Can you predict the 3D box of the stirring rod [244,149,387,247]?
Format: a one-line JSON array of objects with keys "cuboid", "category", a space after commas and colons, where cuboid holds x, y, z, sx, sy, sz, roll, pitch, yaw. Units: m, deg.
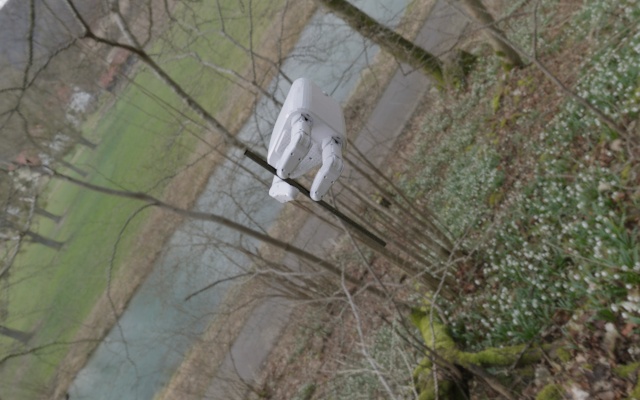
[{"cuboid": [0.000, 0.002, 0.631, 0.239, 0.011, 0.011, 34, -15, -24], "category": "stirring rod"}]
